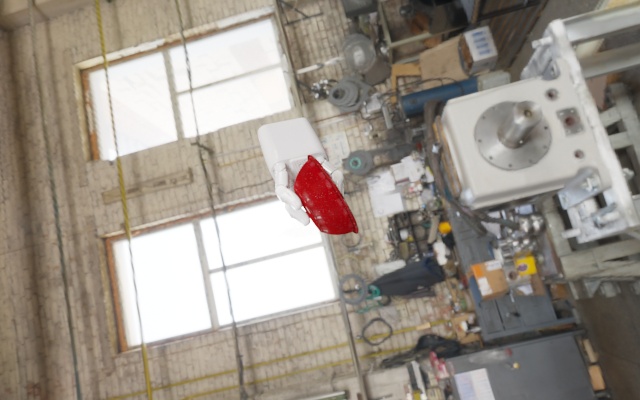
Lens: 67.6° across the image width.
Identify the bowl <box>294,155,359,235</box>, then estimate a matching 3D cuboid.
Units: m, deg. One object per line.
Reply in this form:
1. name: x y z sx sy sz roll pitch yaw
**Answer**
1. bowl: 0.000 0.004 0.827 0.055 0.162 0.162 -32 4 -7
